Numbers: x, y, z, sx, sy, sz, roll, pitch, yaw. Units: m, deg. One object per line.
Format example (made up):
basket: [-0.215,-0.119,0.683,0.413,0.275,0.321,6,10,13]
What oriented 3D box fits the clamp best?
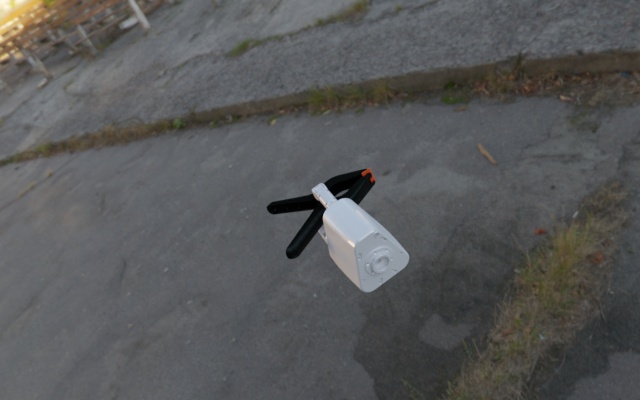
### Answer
clamp: [0.000,0.002,0.866,0.210,0.036,0.164,-35,37,-6]
